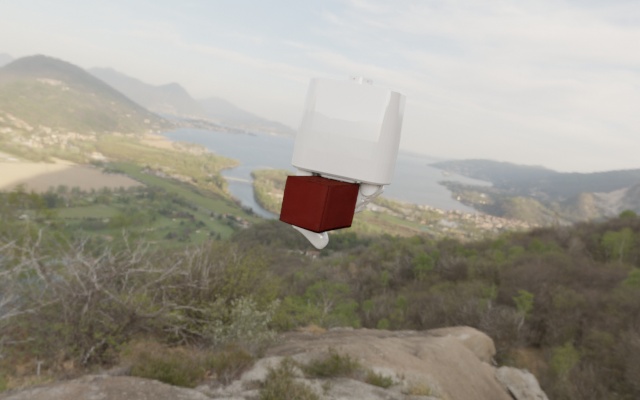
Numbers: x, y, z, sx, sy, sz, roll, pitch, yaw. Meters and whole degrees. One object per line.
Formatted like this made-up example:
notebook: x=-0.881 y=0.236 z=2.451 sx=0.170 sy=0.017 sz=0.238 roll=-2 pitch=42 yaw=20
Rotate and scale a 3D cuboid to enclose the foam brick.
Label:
foam brick: x=0.000 y=0.002 z=0.523 sx=0.053 sy=0.051 sz=0.078 roll=16 pitch=10 yaw=27
